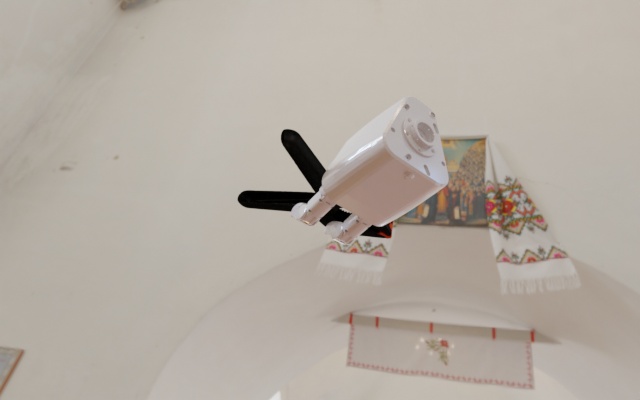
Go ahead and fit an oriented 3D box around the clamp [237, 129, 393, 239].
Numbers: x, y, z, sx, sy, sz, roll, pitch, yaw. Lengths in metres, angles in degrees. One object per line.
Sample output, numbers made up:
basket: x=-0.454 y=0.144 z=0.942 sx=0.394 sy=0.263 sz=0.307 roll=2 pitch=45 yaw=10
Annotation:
clamp: x=0.001 y=0.002 z=0.632 sx=0.210 sy=0.036 sz=0.165 roll=29 pitch=-38 yaw=-21
